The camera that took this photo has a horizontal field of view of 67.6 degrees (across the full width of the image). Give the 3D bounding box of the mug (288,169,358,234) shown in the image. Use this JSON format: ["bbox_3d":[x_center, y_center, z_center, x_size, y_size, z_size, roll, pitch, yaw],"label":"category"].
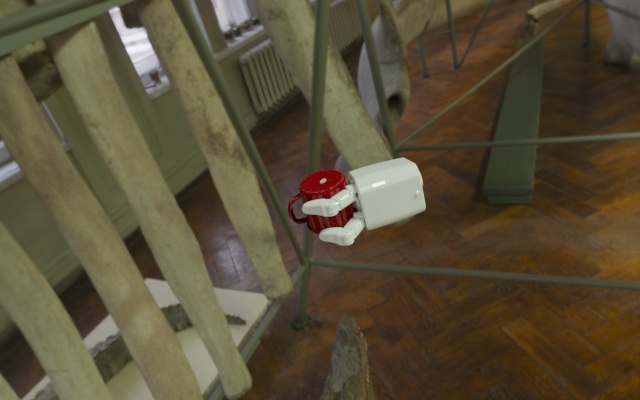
[{"bbox_3d":[-0.001,0.003,0.826,0.117,0.081,0.093,-17,29,-1],"label":"mug"}]
